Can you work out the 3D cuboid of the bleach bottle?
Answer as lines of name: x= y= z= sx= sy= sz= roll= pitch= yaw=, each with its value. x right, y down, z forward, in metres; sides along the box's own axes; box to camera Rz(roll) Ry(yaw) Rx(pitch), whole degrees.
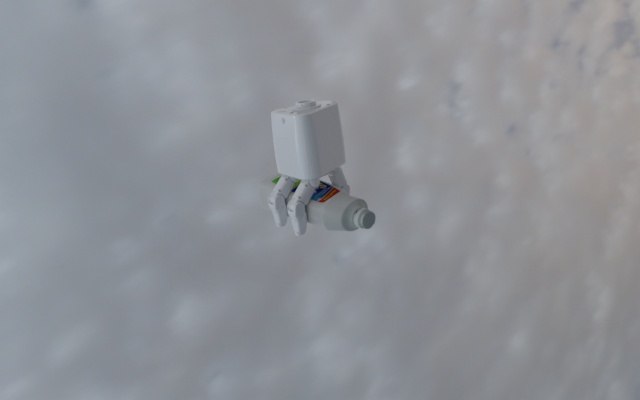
bleach bottle: x=0.000 y=0.003 z=0.818 sx=0.102 sy=0.068 sz=0.251 roll=-22 pitch=25 yaw=-35
